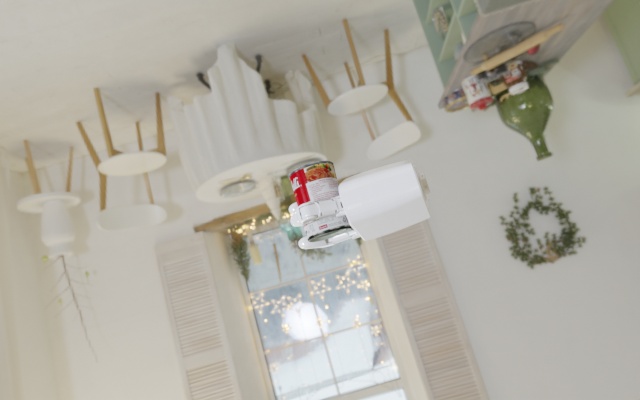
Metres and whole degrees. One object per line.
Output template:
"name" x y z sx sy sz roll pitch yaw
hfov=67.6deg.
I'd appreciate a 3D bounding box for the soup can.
"soup can" 0.000 0.003 0.692 0.068 0.102 0.068 -16 -12 -3
